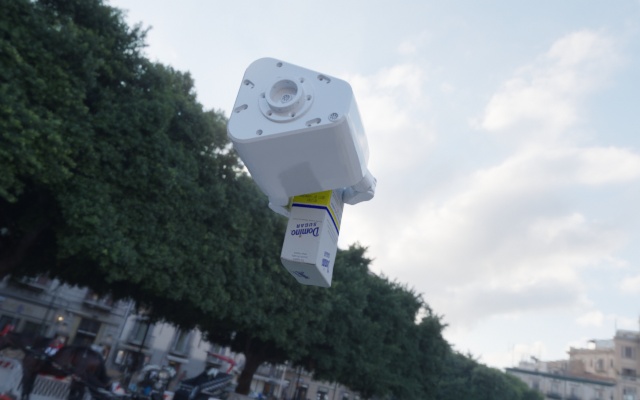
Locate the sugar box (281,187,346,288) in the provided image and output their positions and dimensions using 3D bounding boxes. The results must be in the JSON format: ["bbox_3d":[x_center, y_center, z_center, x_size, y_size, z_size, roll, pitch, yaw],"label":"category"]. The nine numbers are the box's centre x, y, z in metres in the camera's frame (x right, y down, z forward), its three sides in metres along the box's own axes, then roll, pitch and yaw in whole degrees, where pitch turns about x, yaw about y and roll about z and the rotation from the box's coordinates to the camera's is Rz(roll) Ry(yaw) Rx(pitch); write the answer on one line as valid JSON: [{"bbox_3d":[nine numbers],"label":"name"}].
[{"bbox_3d":[0.000,0.002,0.549,0.048,0.176,0.093,8,-23,15],"label":"sugar box"}]
